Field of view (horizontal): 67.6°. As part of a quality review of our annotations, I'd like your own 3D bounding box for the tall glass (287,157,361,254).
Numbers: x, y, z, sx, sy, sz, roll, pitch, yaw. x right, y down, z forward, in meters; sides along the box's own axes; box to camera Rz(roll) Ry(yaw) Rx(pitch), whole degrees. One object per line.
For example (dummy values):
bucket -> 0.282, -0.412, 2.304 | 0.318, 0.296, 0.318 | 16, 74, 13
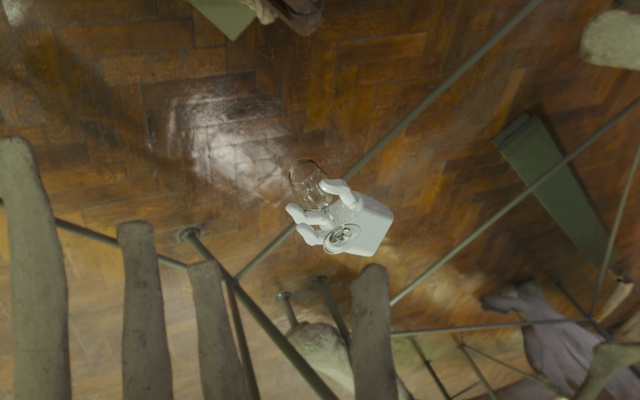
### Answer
tall glass -> 0.000, 0.003, 0.894 | 0.079, 0.079, 0.201 | 0, 41, -31
